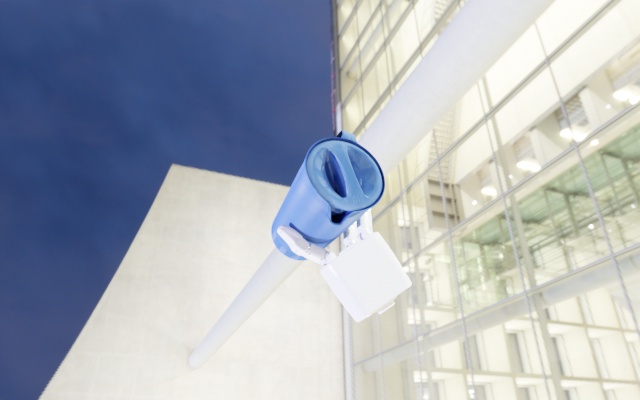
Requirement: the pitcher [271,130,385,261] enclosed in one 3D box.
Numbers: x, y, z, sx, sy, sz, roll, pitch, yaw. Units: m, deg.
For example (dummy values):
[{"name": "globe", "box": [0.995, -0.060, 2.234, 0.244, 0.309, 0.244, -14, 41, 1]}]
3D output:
[{"name": "pitcher", "box": [0.000, 0.003, 0.824, 0.149, 0.145, 0.243, -28, -14, -34]}]
